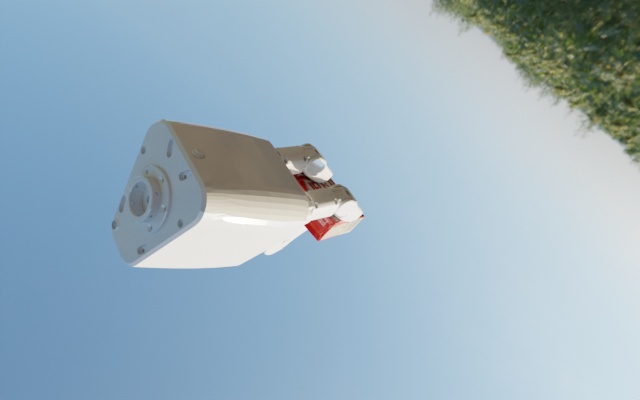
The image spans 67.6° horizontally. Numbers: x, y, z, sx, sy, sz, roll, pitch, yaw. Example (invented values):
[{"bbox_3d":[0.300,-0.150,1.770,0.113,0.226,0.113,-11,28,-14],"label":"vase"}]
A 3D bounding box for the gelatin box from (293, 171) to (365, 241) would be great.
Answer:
[{"bbox_3d":[0.000,0.002,0.496,0.030,0.073,0.089,-46,-15,19],"label":"gelatin box"}]
